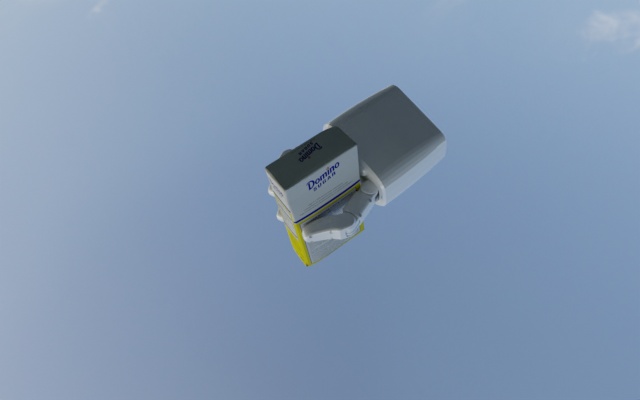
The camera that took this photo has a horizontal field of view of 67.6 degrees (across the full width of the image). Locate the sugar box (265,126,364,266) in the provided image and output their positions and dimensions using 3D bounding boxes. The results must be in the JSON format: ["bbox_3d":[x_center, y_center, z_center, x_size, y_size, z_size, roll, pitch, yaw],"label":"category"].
[{"bbox_3d":[0.000,0.001,0.554,0.093,0.048,0.176,-33,-34,-14],"label":"sugar box"}]
